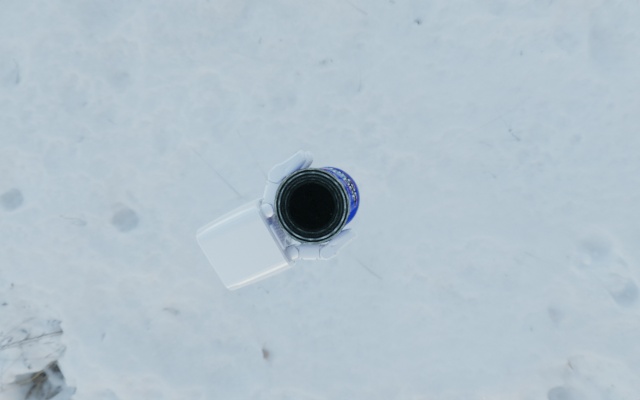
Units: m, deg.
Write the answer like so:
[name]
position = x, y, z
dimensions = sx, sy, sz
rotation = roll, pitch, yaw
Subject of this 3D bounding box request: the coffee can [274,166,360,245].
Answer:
[coffee can]
position = 0.000, 0.002, 0.693
dimensions = 0.103, 0.103, 0.140
rotation = 0, 4, 10
